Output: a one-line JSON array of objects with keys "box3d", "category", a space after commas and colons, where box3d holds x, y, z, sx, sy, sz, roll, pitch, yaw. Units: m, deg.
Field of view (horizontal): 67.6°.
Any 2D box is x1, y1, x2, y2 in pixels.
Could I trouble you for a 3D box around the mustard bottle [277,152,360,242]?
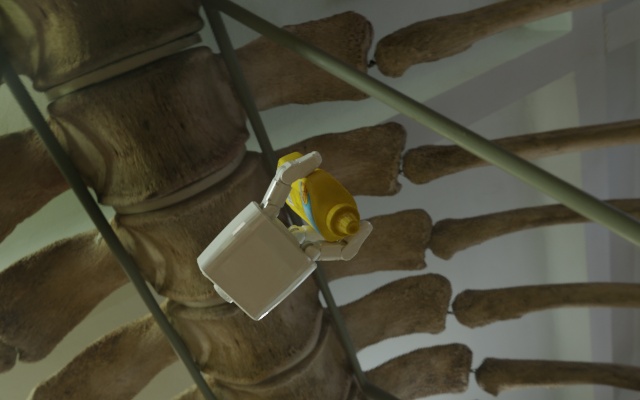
[{"box3d": [0.000, 0.002, 0.636, 0.058, 0.096, 0.191, -23, 26, -15], "category": "mustard bottle"}]
